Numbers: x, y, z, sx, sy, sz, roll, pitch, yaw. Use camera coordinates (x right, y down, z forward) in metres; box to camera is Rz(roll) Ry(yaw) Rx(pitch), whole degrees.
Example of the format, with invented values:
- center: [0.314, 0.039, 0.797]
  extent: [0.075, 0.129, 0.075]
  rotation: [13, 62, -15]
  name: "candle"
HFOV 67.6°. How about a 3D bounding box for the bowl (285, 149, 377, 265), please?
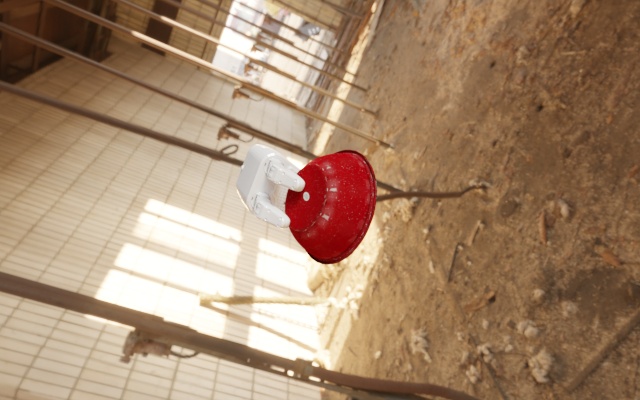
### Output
- center: [0.001, 0.002, 0.638]
  extent: [0.055, 0.162, 0.162]
  rotation: [17, -10, -36]
  name: "bowl"
